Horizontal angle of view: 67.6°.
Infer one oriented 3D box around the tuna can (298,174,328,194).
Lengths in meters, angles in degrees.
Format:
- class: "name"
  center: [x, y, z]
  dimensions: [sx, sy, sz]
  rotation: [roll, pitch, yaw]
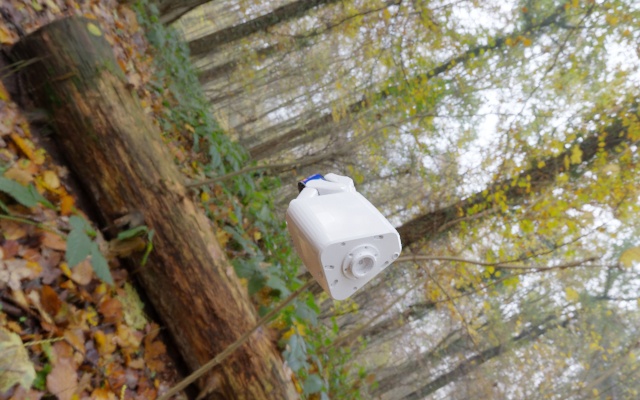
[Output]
- class: "tuna can"
  center: [0.001, 0.002, 0.733]
  dimensions: [0.034, 0.086, 0.086]
  rotation: [-28, 7, -13]
